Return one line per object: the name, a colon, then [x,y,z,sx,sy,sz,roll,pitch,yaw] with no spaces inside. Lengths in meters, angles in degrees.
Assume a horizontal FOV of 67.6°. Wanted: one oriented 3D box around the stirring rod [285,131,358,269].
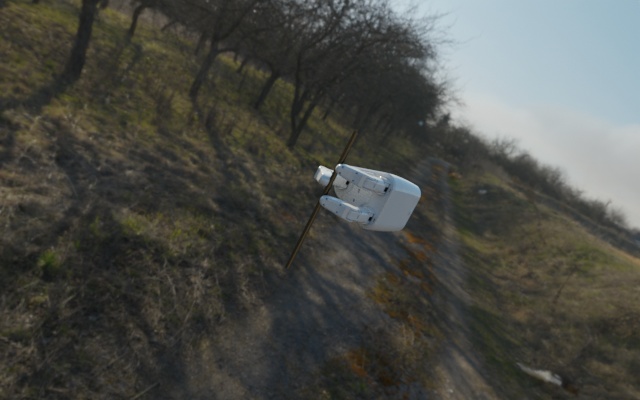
stirring rod: [0.000,0.002,0.738,0.011,0.239,0.011,26,12,-6]
